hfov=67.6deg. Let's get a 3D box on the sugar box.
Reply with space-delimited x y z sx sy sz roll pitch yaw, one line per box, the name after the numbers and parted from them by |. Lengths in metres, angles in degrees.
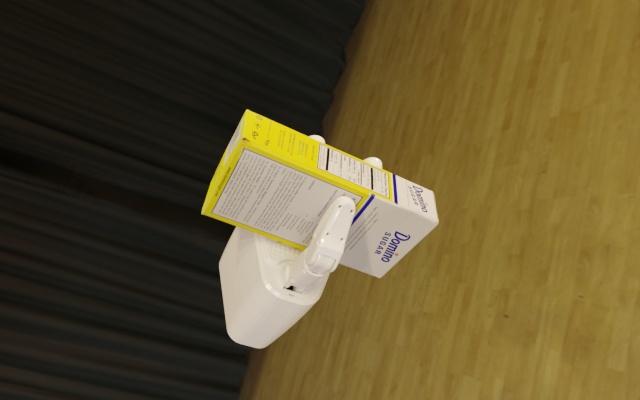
0.000 0.001 0.406 0.176 0.048 0.093 21 -47 -19 | sugar box
